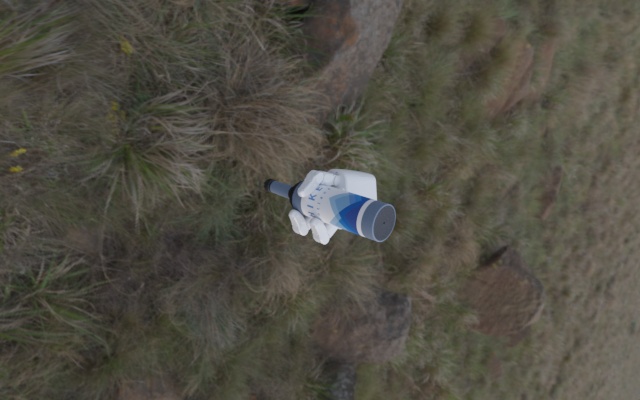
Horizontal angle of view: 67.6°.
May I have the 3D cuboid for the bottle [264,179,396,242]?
[{"bbox_3d":[0.000,0.003,0.894,0.295,0.069,0.069,18,12,40],"label":"bottle"}]
